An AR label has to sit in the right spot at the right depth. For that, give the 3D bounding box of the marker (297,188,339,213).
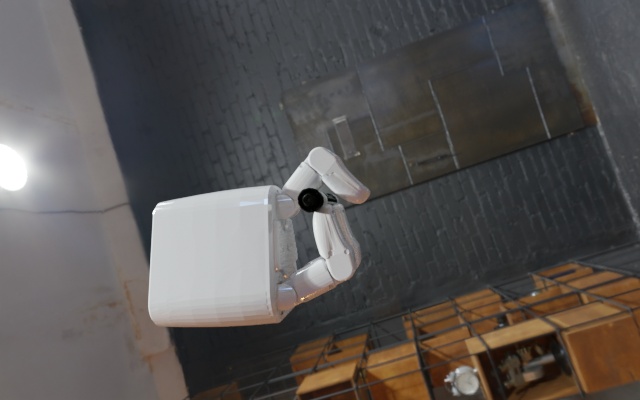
[{"bbox_3d":[0.000,0.001,0.414,0.020,0.020,0.121,0,-2,9],"label":"marker"}]
